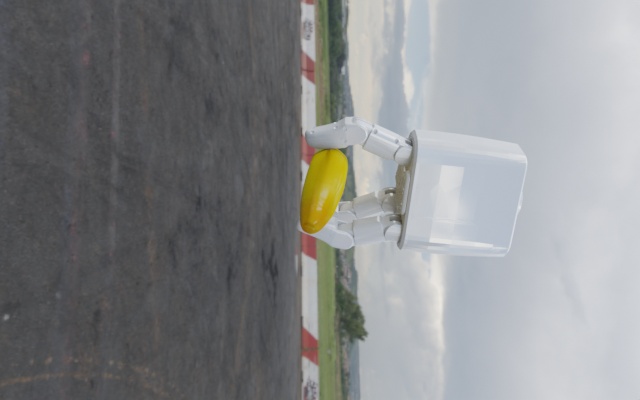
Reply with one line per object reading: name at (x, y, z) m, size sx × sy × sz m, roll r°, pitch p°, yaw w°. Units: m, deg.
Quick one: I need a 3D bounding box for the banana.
banana at (0.004, -0.017, 0.458) m, size 0.037 × 0.069 × 0.198 m, roll 13°, pitch 7°, yaw -1°
